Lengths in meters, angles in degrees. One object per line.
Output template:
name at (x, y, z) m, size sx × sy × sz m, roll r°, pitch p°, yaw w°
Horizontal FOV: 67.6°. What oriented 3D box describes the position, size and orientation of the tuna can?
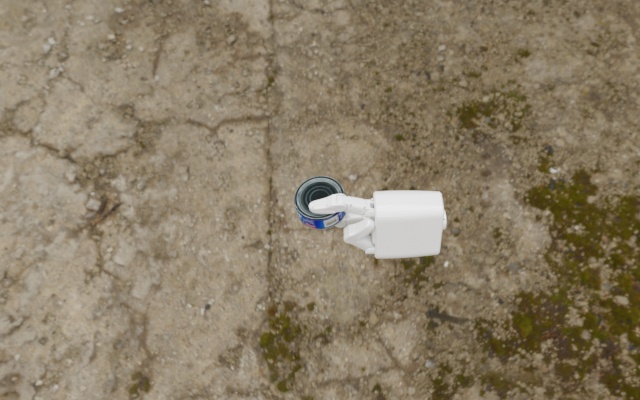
tuna can at (0.000, 0.002, 0.780) m, size 0.086 × 0.086 × 0.034 m, roll 0°, pitch -31°, yaw 9°
